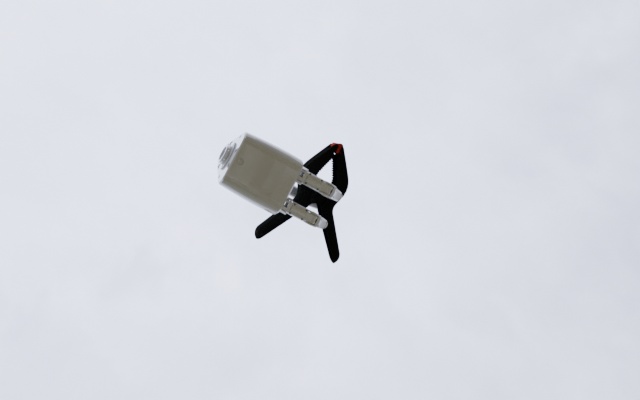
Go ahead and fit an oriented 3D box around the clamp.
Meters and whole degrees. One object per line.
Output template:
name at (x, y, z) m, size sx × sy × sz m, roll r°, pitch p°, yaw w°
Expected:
clamp at (0.000, 0.002, 0.835) m, size 0.164 × 0.210 × 0.036 m, roll 28°, pitch -1°, yaw -25°
